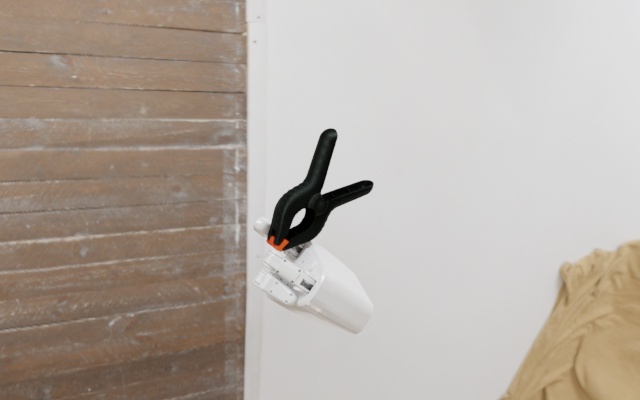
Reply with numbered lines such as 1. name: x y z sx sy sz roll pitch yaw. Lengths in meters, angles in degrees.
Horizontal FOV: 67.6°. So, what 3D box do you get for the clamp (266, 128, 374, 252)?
1. clamp: 0.000 0.002 0.642 0.120 0.171 0.039 38 -4 -32
